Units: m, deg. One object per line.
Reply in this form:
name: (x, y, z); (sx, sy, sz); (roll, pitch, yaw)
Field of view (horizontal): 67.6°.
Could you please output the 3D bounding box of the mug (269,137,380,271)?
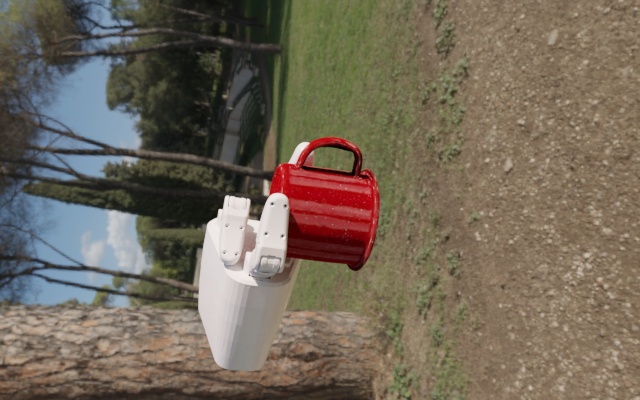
mug: (0.000, 0.000, 0.418); (0.081, 0.117, 0.093); (8, 24, -14)
